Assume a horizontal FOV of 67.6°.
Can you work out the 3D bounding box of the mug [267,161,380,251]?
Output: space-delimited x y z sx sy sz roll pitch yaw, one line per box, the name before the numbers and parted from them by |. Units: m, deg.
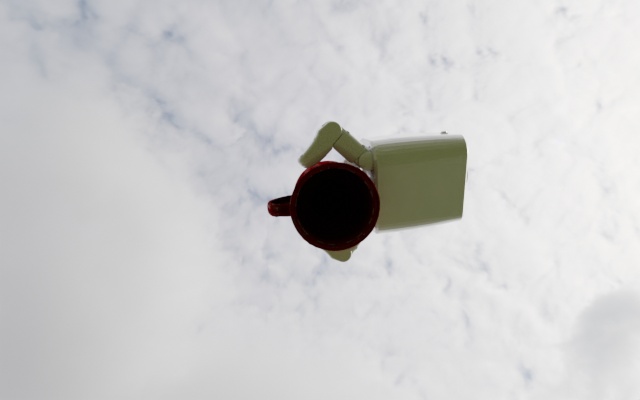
mug | -0.001 0.002 0.525 0.117 0.093 0.081 -9 11 -3
